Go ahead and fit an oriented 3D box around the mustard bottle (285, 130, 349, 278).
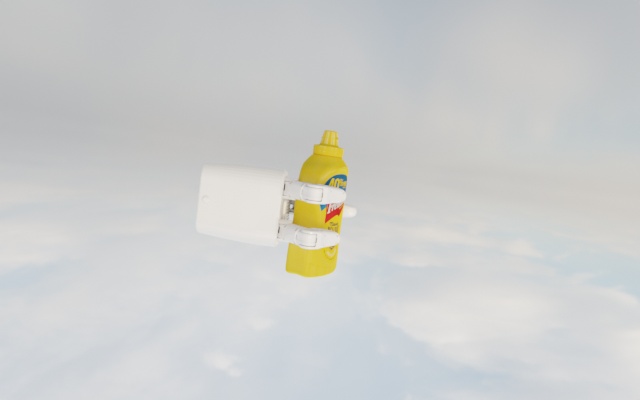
[{"bbox_3d":[0.000,0.002,0.642,0.058,0.191,0.096,10,6,28],"label":"mustard bottle"}]
